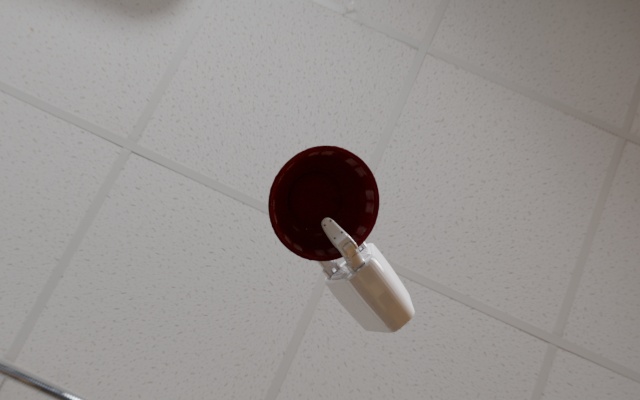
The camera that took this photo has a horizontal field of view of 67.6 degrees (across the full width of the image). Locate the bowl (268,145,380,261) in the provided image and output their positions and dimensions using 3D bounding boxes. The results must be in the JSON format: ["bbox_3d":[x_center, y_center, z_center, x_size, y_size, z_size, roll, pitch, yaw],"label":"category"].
[{"bbox_3d":[-0.001,0.001,0.682,0.162,0.162,0.055,0,7,-17],"label":"bowl"}]
